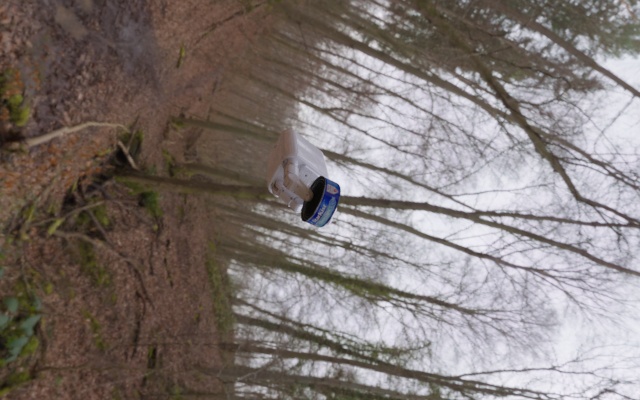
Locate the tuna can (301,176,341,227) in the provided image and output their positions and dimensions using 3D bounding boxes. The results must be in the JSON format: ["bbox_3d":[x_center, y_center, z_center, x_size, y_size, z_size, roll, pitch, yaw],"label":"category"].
[{"bbox_3d":[0.001,0.003,0.828,0.034,0.086,0.086,23,-8,-19],"label":"tuna can"}]
